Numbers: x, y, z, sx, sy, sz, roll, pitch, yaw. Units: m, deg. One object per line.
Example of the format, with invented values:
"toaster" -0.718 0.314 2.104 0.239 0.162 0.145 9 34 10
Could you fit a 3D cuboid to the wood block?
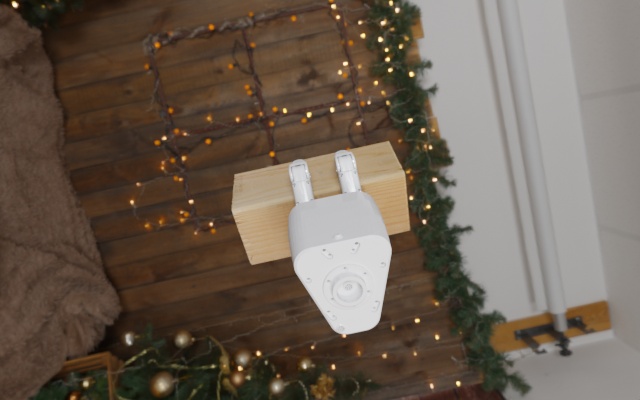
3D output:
"wood block" 0.000 0.002 0.612 0.206 0.091 0.090 -12 34 0
